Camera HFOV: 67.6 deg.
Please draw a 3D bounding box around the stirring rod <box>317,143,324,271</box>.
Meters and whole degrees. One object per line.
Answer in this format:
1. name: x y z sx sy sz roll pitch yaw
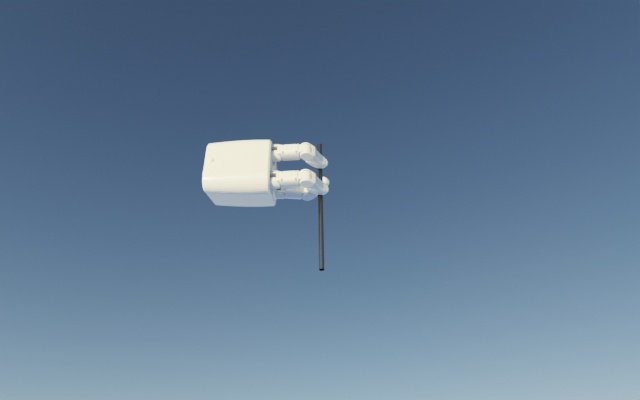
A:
1. stirring rod: 0.000 0.002 0.775 0.011 0.239 0.011 -1 -33 0
